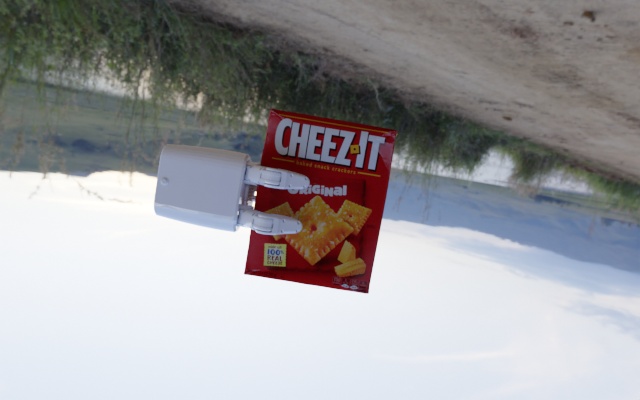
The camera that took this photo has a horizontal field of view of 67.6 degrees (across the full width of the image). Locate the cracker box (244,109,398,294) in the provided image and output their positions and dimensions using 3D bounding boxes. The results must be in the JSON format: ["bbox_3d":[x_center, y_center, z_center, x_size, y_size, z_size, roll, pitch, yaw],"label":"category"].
[{"bbox_3d":[0.000,0.002,0.621,0.164,0.214,0.072,10,4,1],"label":"cracker box"}]
